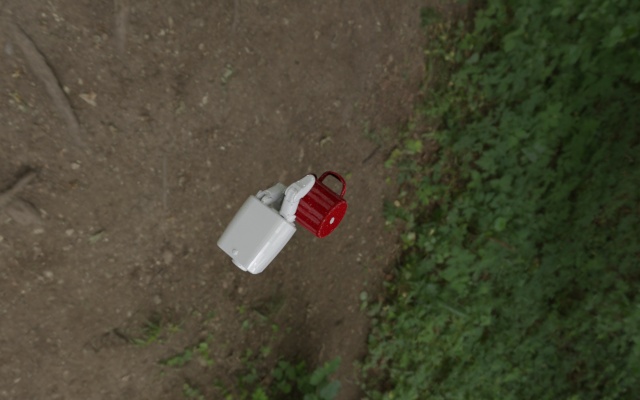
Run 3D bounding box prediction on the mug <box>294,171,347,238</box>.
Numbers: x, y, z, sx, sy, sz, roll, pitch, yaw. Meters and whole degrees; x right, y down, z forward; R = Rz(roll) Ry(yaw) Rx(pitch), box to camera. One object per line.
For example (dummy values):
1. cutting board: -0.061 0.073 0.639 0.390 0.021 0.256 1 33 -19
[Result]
1. mug: 0.001 0.002 0.843 0.081 0.117 0.093 36 -2 21
